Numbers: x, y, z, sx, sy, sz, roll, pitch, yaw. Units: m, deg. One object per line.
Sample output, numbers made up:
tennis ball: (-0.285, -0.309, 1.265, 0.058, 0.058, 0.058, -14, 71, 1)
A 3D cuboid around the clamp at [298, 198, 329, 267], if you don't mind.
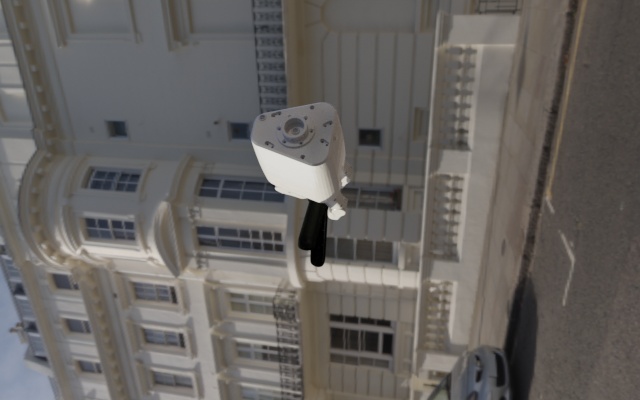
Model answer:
clamp: (-0.001, 0.002, 0.768, 0.036, 0.210, 0.165, 6, -22, 7)
